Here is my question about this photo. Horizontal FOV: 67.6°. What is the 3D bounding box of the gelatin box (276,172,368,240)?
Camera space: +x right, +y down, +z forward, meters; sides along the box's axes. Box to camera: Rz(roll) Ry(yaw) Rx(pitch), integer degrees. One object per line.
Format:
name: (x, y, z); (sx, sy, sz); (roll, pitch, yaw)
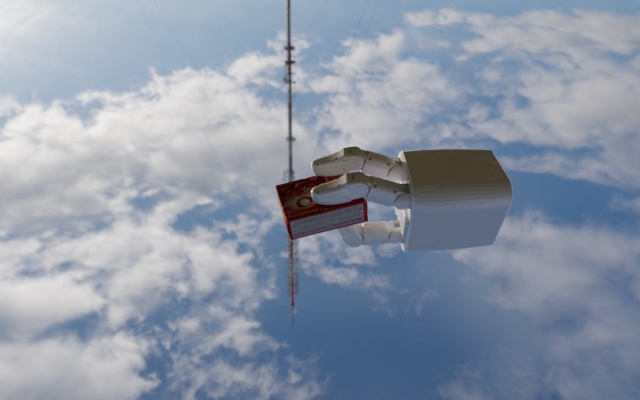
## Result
gelatin box: (0.000, 0.002, 0.532); (0.089, 0.030, 0.073); (-14, 36, -7)
